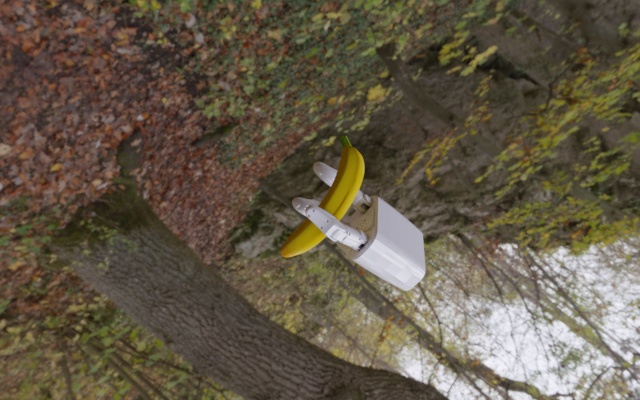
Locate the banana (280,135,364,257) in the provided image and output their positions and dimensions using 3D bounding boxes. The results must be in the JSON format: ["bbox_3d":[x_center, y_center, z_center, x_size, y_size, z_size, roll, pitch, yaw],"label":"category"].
[{"bbox_3d":[0.011,0.004,0.676,0.037,0.198,0.069,32,-4,-34],"label":"banana"}]
